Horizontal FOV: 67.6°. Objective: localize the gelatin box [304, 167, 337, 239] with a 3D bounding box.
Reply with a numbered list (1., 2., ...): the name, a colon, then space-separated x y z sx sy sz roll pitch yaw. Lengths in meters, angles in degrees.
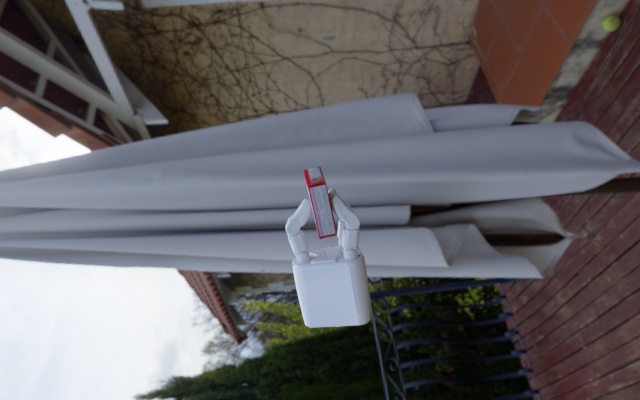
1. gelatin box: 0.000 0.002 0.723 0.030 0.089 0.073 -13 24 -1
